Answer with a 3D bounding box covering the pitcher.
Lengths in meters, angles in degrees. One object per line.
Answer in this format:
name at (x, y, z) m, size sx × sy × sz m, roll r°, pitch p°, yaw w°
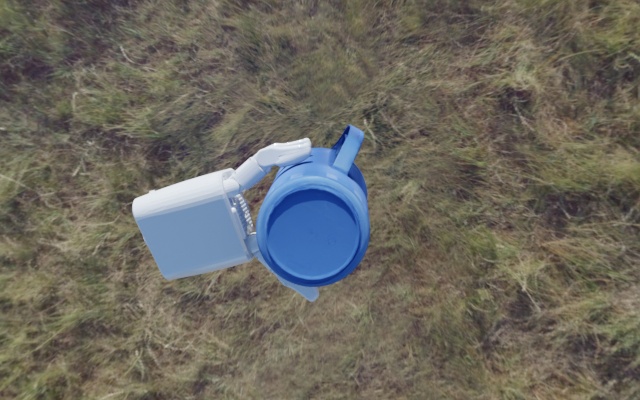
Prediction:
pitcher at (0.000, 0.002, 0.555) m, size 0.145 × 0.149 × 0.243 m, roll -16°, pitch 9°, yaw 4°
